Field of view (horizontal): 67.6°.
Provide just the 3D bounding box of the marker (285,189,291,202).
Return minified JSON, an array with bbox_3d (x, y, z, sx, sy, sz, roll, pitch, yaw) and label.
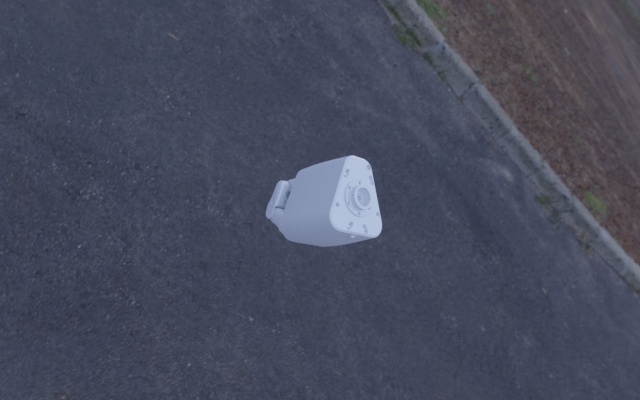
[{"bbox_3d":[0.000,0.002,0.725,0.121,0.020,0.020,12,-7,-37],"label":"marker"}]
